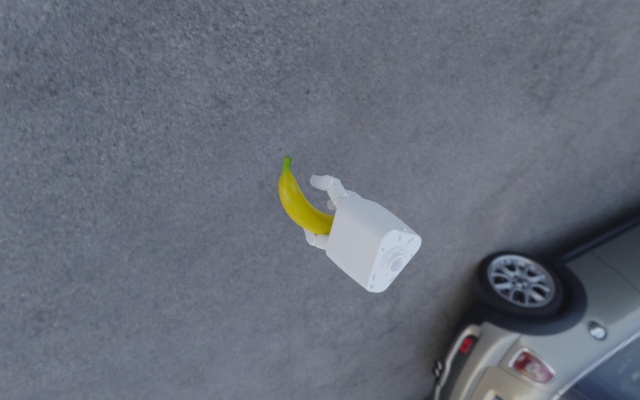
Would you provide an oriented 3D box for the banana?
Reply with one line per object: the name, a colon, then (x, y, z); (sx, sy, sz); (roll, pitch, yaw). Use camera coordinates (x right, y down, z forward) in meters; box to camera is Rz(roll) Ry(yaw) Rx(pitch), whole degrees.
banana: (-0.013, 0.015, 0.782); (0.037, 0.069, 0.198); (28, -15, 47)
